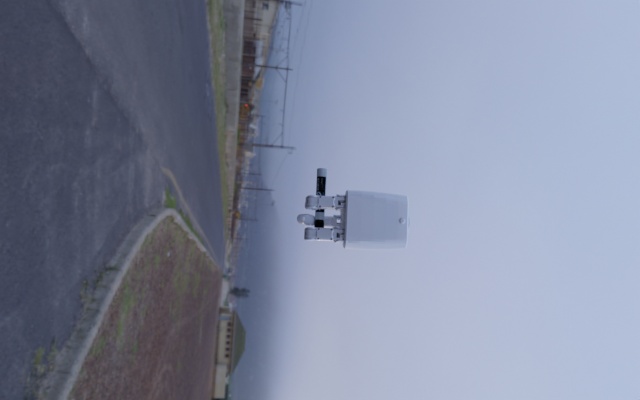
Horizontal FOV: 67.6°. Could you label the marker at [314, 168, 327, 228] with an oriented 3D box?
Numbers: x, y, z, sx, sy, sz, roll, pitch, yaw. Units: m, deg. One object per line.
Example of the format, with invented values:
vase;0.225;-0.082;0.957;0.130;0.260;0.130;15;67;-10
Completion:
marker;0.000;0.003;0.854;0.020;0.121;0.020;3;-6;0
